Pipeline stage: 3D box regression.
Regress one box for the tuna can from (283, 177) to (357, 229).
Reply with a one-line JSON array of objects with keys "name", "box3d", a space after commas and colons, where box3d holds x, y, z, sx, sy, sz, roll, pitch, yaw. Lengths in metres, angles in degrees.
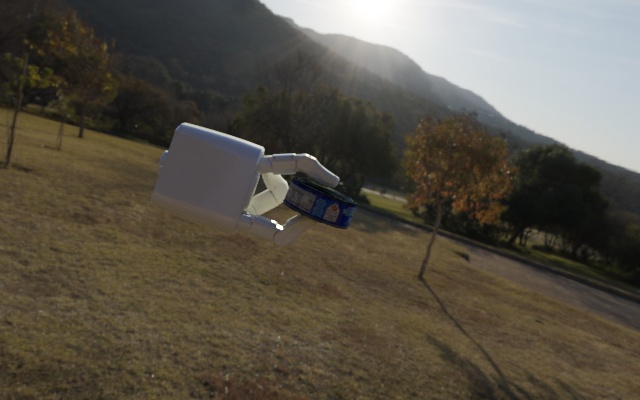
[{"name": "tuna can", "box3d": [0.000, 0.001, 0.580, 0.086, 0.034, 0.086, 22, 8, -3]}]
